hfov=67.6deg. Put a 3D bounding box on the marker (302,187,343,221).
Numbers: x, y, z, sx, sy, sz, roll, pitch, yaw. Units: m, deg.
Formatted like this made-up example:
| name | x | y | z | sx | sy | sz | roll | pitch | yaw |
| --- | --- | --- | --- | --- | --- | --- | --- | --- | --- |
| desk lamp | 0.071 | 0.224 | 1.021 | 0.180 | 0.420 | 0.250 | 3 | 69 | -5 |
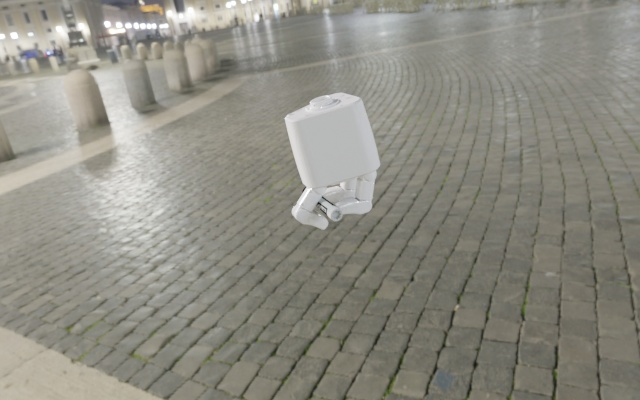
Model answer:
| name | x | y | z | sx | sy | sz | roll | pitch | yaw |
| --- | --- | --- | --- | --- | --- | --- | --- | --- | --- |
| marker | 0.000 | 0.002 | 0.721 | 0.020 | 0.020 | 0.121 | 0 | 18 | -23 |
